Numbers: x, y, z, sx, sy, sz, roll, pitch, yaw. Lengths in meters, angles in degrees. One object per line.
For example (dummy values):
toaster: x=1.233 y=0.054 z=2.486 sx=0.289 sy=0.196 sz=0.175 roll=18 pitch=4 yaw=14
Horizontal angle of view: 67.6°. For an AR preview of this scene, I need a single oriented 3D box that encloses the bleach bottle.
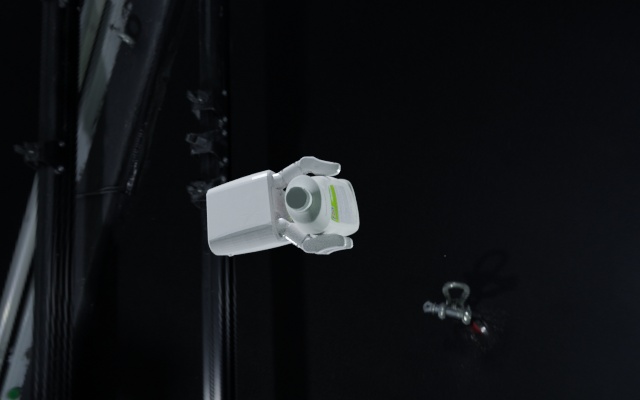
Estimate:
bleach bottle: x=0.000 y=0.002 z=0.706 sx=0.068 sy=0.102 sz=0.251 roll=-15 pitch=-10 yaw=13
